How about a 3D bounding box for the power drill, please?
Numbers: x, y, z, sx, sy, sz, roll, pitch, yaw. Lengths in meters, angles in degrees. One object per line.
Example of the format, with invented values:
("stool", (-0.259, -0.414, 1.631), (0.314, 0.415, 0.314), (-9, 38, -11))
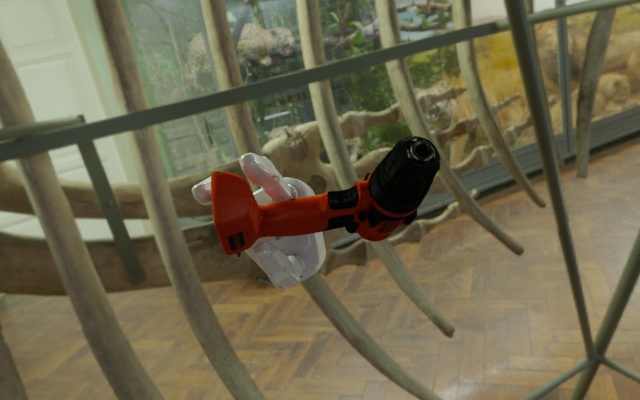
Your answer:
("power drill", (0.000, 0.001, 0.432), (0.187, 0.057, 0.184), (-4, -22, -8))
